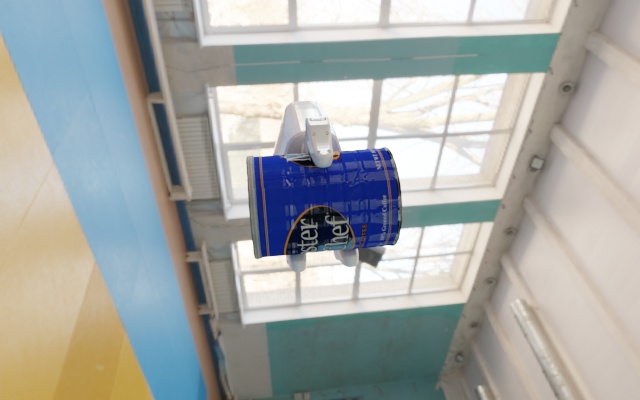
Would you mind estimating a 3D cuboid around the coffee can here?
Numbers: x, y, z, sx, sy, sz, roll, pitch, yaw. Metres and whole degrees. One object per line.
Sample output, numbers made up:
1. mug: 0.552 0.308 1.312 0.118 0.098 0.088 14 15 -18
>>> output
1. coffee can: 0.000 0.002 0.480 0.140 0.103 0.103 -5 0 -6
